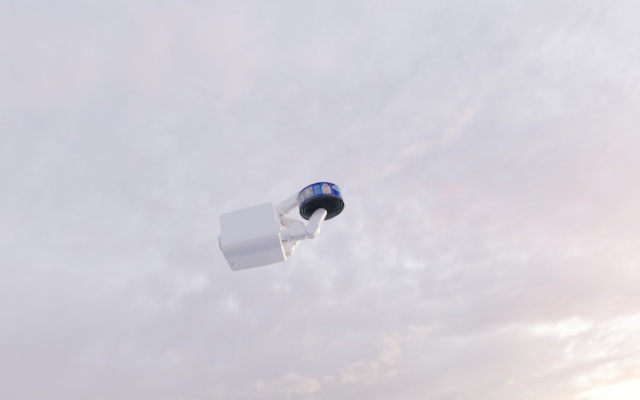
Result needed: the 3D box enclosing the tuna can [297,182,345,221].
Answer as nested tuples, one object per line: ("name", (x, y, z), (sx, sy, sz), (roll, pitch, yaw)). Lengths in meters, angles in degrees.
("tuna can", (0.000, 0.002, 0.890), (0.086, 0.033, 0.086), (-8, -34, -6))
